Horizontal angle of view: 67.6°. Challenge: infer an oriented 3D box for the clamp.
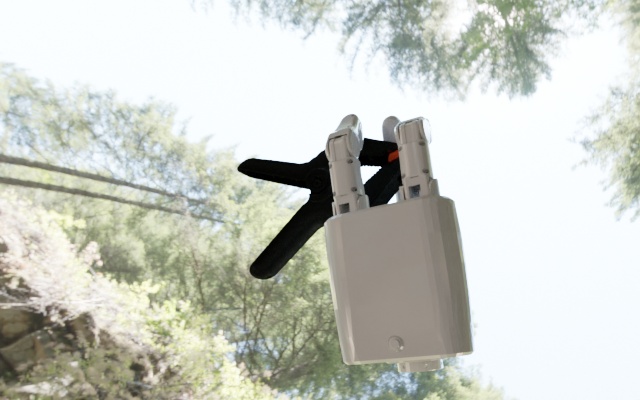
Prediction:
[{"bbox_3d":[0.000,0.001,0.417,0.171,0.120,0.039,-13,-19,25],"label":"clamp"}]
